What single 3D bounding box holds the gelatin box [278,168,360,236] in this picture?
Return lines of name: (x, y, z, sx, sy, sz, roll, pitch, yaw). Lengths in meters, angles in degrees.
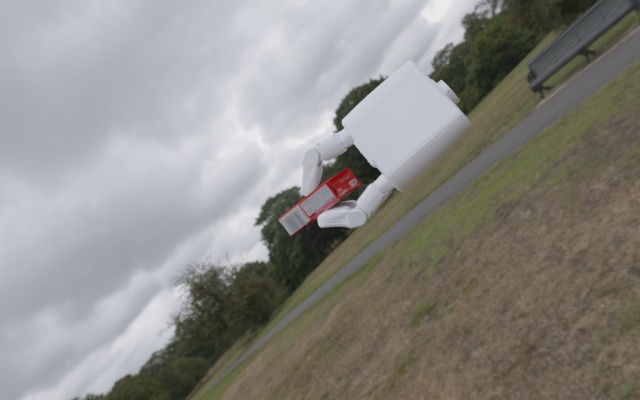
gelatin box: (0.000, 0.002, 0.598, 0.089, 0.030, 0.073, -38, -2, 28)
